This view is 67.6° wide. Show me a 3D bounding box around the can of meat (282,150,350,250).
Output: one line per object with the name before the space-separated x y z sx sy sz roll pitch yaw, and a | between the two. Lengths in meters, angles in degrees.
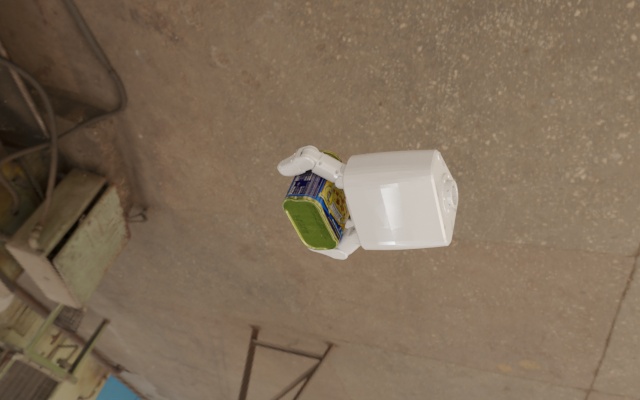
can of meat | 0.000 0.002 0.608 0.057 0.084 0.102 -2 -44 27
